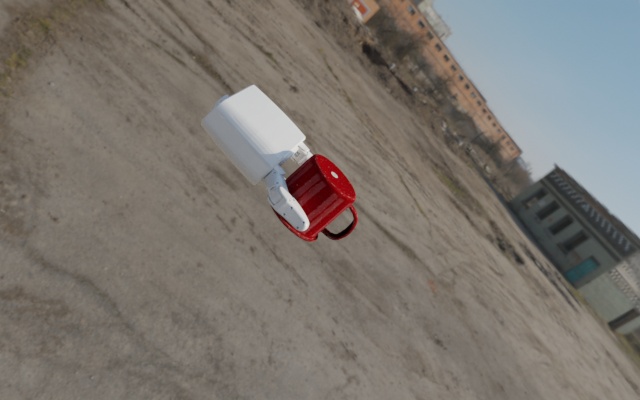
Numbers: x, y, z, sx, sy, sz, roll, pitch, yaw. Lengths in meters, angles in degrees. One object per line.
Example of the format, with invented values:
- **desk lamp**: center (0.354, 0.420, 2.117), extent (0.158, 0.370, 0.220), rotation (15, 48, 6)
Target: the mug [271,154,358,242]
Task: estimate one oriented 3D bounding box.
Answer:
- **mug**: center (0.001, 0.003, 0.629), extent (0.081, 0.117, 0.093), rotation (-41, 8, 18)
